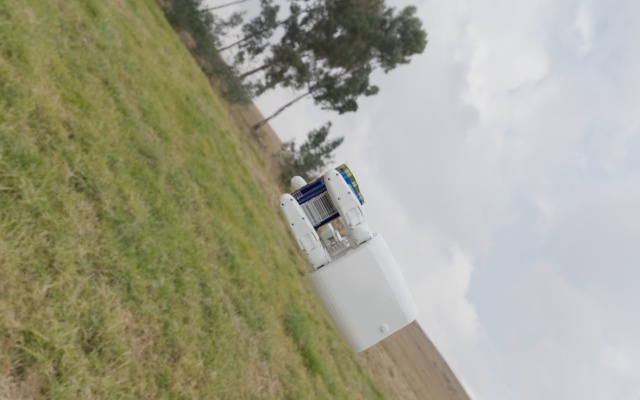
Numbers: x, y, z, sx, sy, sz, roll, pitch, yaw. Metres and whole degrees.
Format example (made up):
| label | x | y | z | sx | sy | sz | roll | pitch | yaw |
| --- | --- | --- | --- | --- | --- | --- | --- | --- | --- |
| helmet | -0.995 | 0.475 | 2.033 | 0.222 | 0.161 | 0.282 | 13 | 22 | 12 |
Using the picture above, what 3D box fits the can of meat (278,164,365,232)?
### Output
| label | x | y | z | sx | sy | sz | roll | pitch | yaw |
| --- | --- | --- | --- | --- | --- | --- | --- | --- | --- |
| can of meat | 0.000 | 0.002 | 0.562 | 0.084 | 0.057 | 0.102 | -29 | 1 | -5 |
